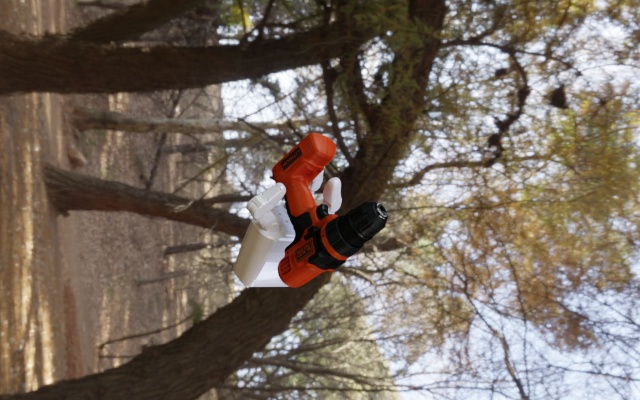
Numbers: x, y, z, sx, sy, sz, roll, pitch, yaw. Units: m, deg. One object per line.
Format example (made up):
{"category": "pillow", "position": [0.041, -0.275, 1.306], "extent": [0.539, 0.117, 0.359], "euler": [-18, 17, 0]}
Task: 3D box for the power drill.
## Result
{"category": "power drill", "position": [0.000, 0.002, 0.645], "extent": [0.057, 0.187, 0.184], "euler": [22, -47, -39]}
